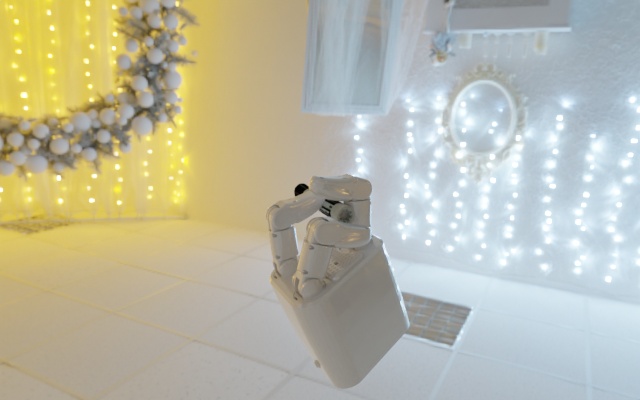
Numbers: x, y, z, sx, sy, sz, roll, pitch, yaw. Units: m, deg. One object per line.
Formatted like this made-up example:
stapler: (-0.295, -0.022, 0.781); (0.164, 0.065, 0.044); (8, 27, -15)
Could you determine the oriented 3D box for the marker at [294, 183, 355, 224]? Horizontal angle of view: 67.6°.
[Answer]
marker: (0.000, 0.002, 0.489); (0.020, 0.020, 0.121); (0, 12, -24)
